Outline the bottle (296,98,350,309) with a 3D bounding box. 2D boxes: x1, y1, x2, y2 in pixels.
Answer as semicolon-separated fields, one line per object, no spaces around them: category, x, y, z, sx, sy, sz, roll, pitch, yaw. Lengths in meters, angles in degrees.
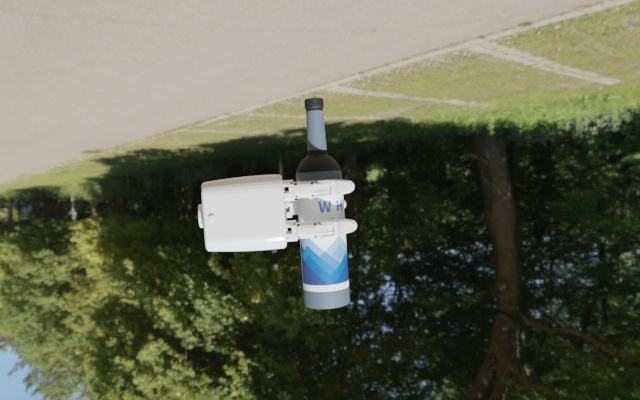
bottle;0.000;0.003;0.687;0.069;0.296;0.069;-4;2;0
